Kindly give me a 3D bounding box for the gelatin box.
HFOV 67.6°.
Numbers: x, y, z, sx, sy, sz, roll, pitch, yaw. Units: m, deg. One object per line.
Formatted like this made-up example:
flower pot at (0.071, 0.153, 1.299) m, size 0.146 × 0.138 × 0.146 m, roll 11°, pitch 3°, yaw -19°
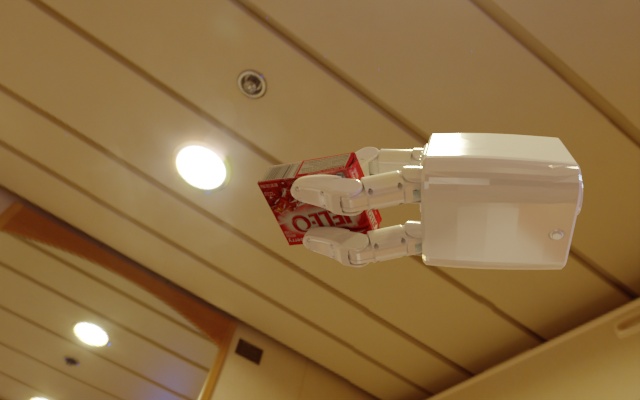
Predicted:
gelatin box at (0.000, 0.001, 0.416) m, size 0.089 × 0.073 × 0.030 m, roll -7°, pitch 35°, yaw 27°
